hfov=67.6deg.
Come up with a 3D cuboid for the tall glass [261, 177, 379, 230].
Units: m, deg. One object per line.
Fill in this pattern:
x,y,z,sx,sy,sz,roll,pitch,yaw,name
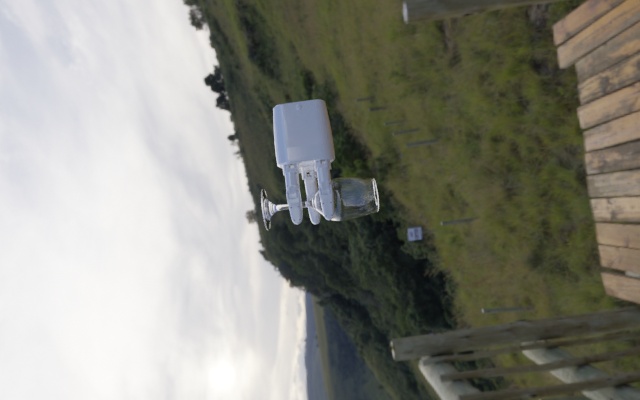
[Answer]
-0.001,0.003,0.850,0.201,0.079,0.079,-7,0,1,tall glass
